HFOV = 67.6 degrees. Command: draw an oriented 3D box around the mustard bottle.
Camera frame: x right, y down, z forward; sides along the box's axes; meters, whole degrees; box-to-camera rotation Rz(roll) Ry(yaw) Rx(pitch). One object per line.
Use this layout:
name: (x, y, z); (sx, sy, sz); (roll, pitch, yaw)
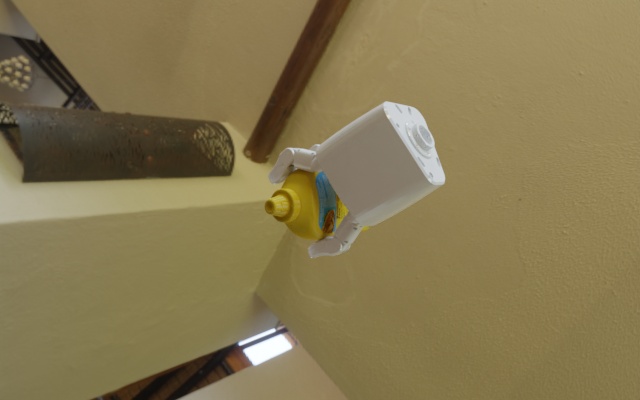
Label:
mustard bottle: (0.000, 0.002, 0.629); (0.058, 0.096, 0.191); (-2, 2, 38)
